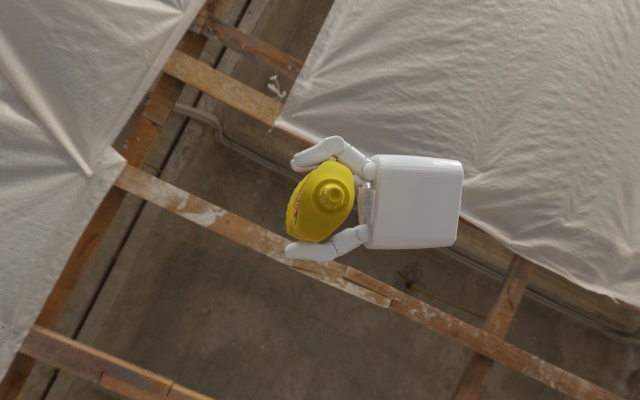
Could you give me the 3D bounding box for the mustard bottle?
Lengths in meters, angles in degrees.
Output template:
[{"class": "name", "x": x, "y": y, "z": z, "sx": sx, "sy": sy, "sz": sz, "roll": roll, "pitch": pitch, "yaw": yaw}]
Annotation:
[{"class": "mustard bottle", "x": 0.000, "y": 0.002, "z": 0.565, "sx": 0.058, "sy": 0.096, "sz": 0.191, "roll": 26, "pitch": -7, "yaw": -7}]
